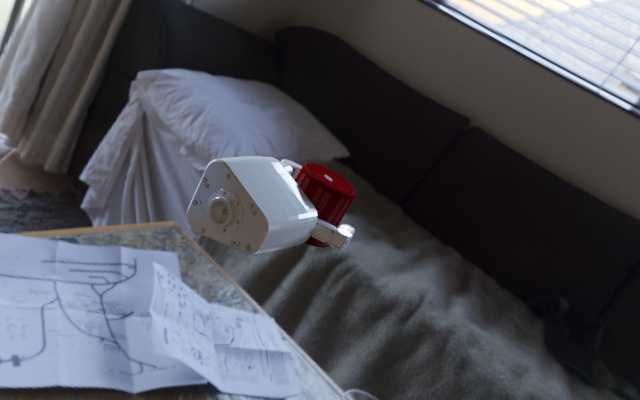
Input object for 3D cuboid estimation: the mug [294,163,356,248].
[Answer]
[{"bbox_3d":[0.001,0.002,0.653,0.093,0.081,0.117,37,20,19],"label":"mug"}]
